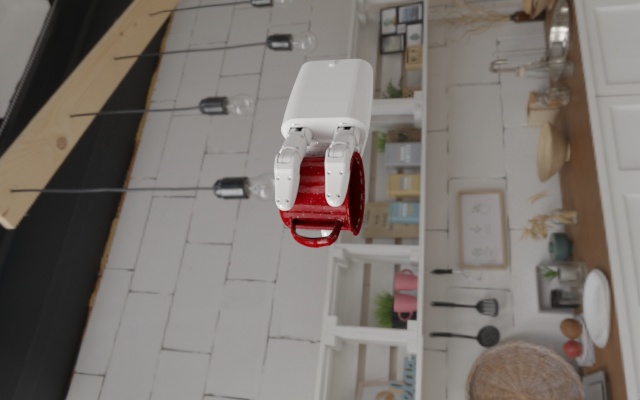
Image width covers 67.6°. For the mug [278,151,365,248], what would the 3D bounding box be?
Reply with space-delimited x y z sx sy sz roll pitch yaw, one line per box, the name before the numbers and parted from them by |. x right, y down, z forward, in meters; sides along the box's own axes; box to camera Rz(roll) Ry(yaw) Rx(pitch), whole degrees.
mug | 0.000 0.003 0.529 0.081 0.117 0.093 1 -36 16
